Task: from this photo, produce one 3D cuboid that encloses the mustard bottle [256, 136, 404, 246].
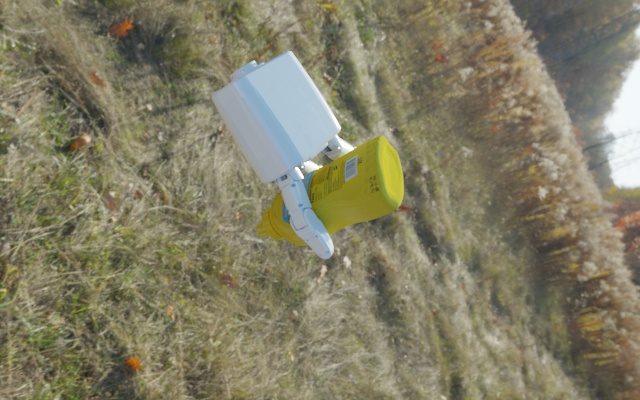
[{"bbox_3d":[0.000,0.002,0.552,0.192,0.096,0.058,-25,-50,29],"label":"mustard bottle"}]
